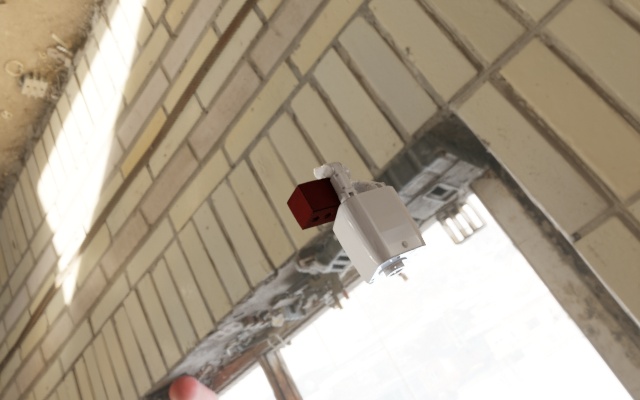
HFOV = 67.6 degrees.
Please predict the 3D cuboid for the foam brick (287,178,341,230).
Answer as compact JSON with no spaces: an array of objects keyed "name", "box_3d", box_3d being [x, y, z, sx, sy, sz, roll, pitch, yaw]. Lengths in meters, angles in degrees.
[{"name":"foam brick","box_3d":[0.000,0.002,0.716,0.078,0.051,0.053,-15,-25,-32]}]
